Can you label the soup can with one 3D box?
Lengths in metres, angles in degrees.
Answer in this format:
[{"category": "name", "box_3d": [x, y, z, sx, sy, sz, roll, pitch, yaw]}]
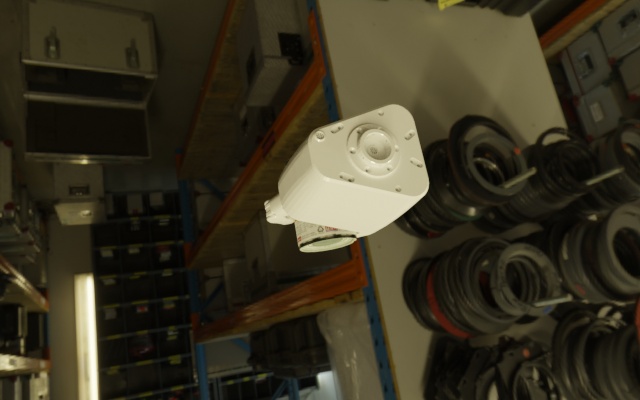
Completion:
[{"category": "soup can", "box_3d": [0.000, 0.002, 0.547, 0.068, 0.102, 0.068, -10, -15, -3]}]
